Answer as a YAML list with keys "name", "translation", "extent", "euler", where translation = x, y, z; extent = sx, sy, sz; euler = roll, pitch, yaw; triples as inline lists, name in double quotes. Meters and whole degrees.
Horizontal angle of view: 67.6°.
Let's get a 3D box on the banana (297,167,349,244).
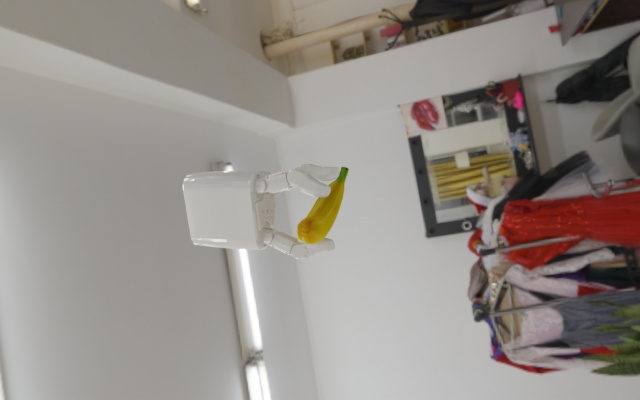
- name: "banana"
  translation: [0.000, 0.017, 0.659]
  extent: [0.037, 0.070, 0.197]
  euler: [10, 28, 11]
